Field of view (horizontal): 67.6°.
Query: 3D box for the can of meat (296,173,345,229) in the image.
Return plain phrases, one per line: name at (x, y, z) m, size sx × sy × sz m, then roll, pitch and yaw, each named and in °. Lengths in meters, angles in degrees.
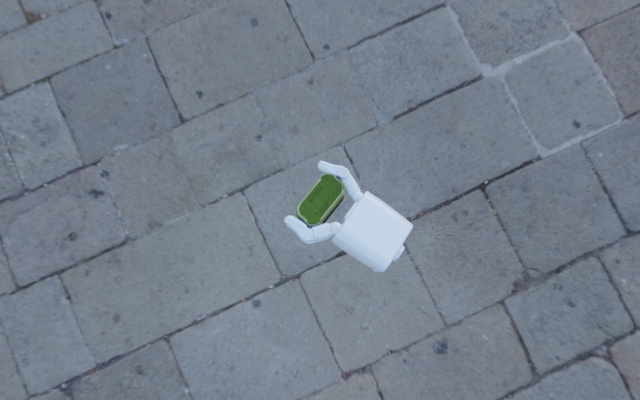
can of meat at (0.000, 0.003, 0.865) m, size 0.057 × 0.102 × 0.084 m, roll 38°, pitch -6°, yaw 4°
